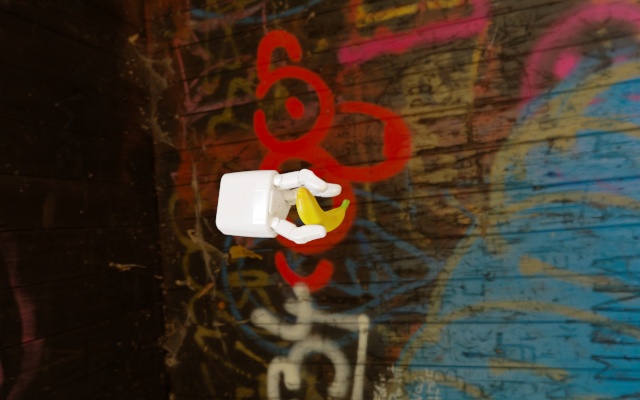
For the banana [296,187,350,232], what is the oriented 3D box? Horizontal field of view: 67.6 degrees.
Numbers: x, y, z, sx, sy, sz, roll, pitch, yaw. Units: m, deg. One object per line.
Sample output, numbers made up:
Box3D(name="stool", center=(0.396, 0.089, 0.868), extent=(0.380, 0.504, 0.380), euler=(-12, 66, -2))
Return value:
Box3D(name="banana", center=(-0.001, 0.022, 0.841), extent=(0.037, 0.069, 0.198), euler=(5, -4, 23))
